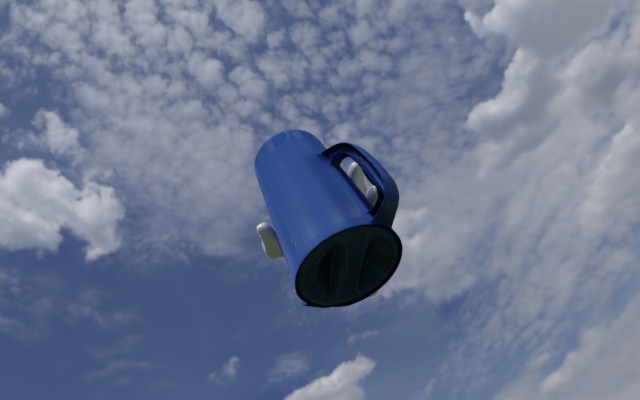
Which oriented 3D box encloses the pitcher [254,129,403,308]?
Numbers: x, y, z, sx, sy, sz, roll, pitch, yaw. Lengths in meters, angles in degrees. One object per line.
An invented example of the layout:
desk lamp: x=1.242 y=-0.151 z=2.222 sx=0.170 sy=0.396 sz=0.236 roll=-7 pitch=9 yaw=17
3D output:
pitcher: x=0.000 y=0.002 z=0.619 sx=0.149 sy=0.145 sz=0.242 roll=-23 pitch=44 yaw=-7
